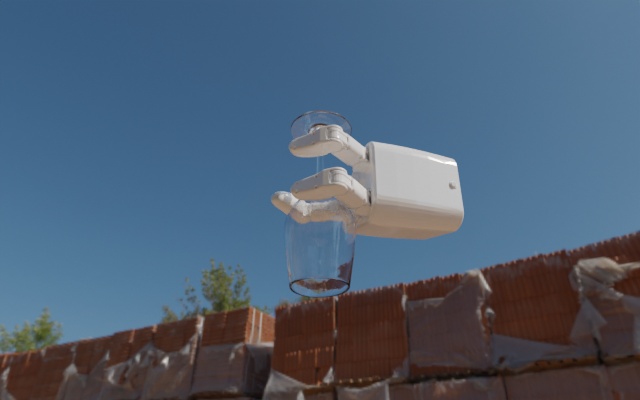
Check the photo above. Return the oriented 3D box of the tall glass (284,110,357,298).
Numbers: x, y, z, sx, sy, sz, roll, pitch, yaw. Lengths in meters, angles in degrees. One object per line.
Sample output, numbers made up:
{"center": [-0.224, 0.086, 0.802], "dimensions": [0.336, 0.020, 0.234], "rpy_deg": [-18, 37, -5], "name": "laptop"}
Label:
{"center": [0.000, 0.001, 0.530], "dimensions": [0.079, 0.201, 0.079], "rpy_deg": [1, -29, 0], "name": "tall glass"}
